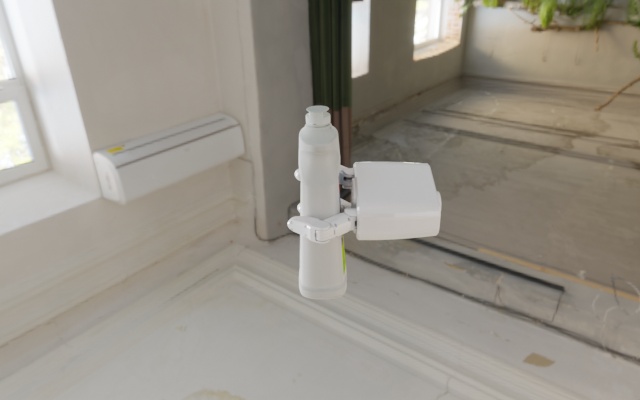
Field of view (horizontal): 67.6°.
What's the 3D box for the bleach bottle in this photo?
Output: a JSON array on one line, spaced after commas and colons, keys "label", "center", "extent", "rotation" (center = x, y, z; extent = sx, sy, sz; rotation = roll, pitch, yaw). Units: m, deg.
[{"label": "bleach bottle", "center": [0.000, 0.002, 0.640], "extent": [0.068, 0.251, 0.102], "rotation": [-1, 27, 1]}]
